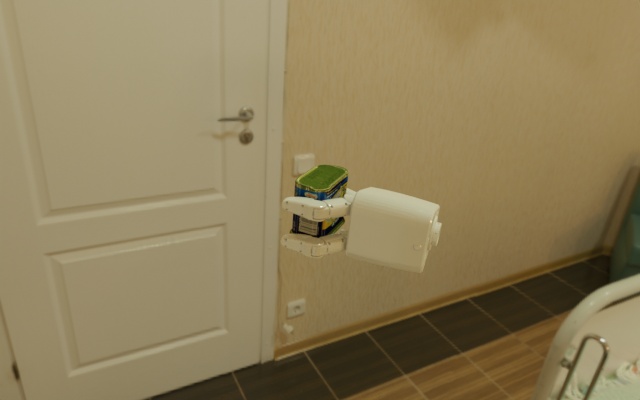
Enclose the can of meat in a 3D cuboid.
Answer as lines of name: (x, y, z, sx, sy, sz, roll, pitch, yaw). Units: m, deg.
can of meat: (0.000, 0.002, 0.685, 0.057, 0.084, 0.102, 16, 27, 20)
